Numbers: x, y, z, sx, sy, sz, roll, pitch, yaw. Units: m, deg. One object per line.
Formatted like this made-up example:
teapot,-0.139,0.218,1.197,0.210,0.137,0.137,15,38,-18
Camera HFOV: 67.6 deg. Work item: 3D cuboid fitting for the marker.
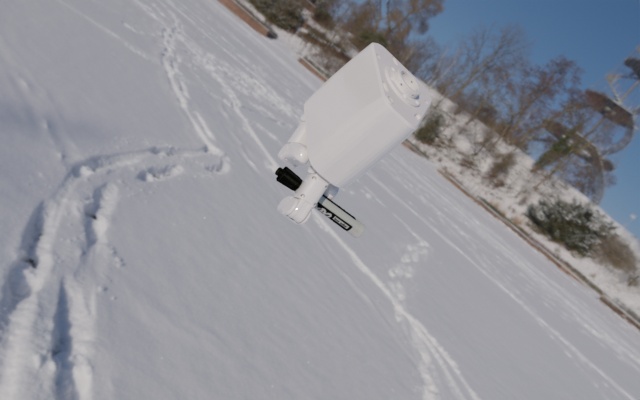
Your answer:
marker,0.000,0.002,0.523,0.121,0.020,0.020,37,-15,-21
